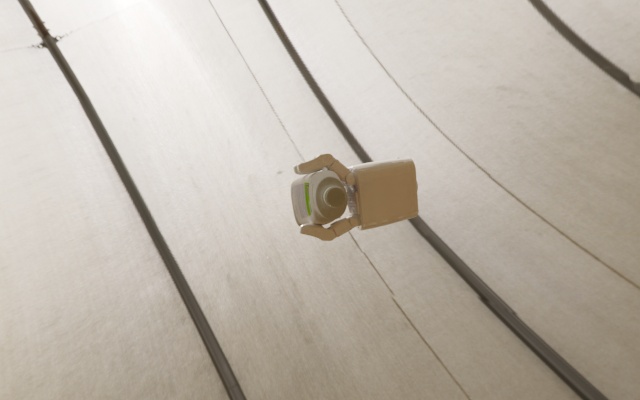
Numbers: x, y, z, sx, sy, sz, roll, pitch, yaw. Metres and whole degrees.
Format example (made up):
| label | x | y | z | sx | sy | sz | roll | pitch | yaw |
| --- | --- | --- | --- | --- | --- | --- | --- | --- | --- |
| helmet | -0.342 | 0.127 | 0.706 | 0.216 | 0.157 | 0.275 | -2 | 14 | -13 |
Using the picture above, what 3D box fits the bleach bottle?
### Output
| label | x | y | z | sx | sy | sz | roll | pitch | yaw |
| --- | --- | --- | --- | --- | --- | --- | --- | --- | --- |
| bleach bottle | 0.000 | 0.003 | 0.810 | 0.068 | 0.102 | 0.251 | -12 | 3 | -11 |
